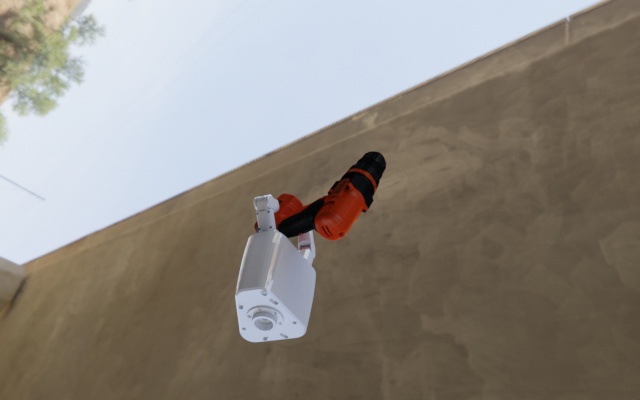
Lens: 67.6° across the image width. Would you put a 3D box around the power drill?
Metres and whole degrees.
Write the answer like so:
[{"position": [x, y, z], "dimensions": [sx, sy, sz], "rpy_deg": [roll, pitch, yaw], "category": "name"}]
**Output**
[{"position": [0.000, 0.003, 0.719], "dimensions": [0.188, 0.057, 0.184], "rpy_deg": [-21, 21, 42], "category": "power drill"}]
